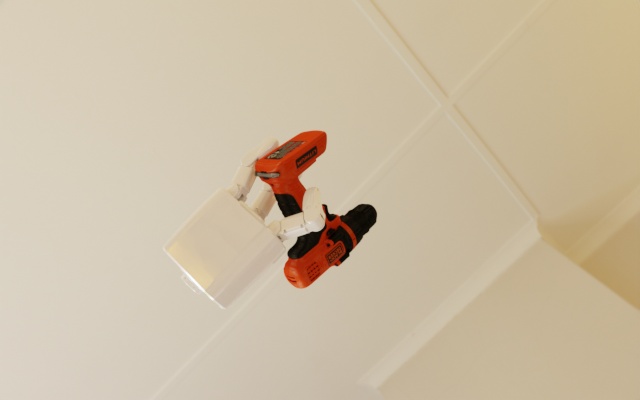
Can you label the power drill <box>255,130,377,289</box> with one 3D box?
[{"bbox_3d":[0.000,0.002,0.663,0.057,0.188,0.184,4,33,45],"label":"power drill"}]
